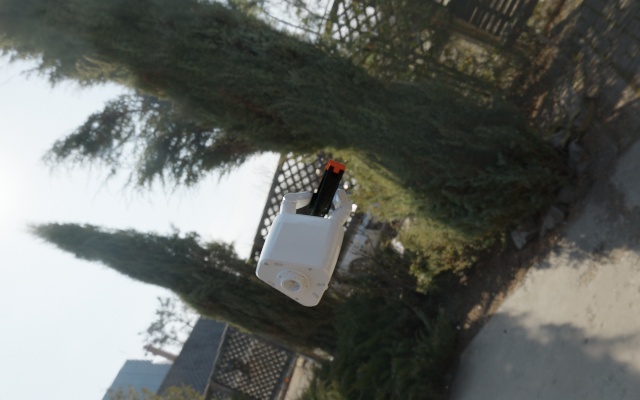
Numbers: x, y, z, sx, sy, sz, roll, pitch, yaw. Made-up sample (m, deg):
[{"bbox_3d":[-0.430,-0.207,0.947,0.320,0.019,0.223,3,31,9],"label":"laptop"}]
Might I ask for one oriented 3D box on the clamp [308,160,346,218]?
[{"bbox_3d":[-0.001,0.002,0.844,0.036,0.210,0.164,19,39,-4],"label":"clamp"}]
